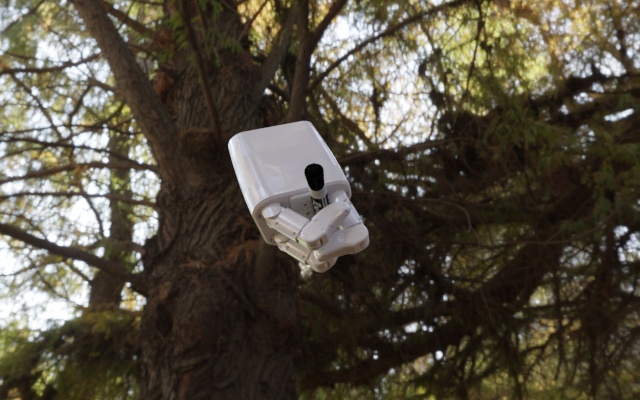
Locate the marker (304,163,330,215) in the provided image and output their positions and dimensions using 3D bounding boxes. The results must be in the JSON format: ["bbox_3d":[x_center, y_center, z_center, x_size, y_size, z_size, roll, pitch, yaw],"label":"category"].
[{"bbox_3d":[0.000,0.002,0.494,0.020,0.020,0.121,0,-32,8],"label":"marker"}]
